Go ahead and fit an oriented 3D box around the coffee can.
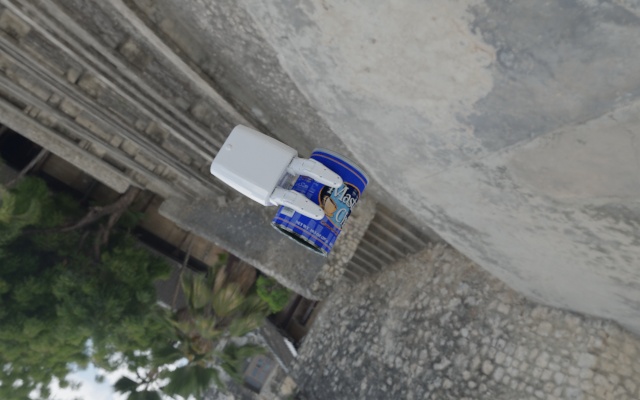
[{"bbox_3d":[0.000,0.002,0.755,0.103,0.140,0.103,29,-11,6],"label":"coffee can"}]
